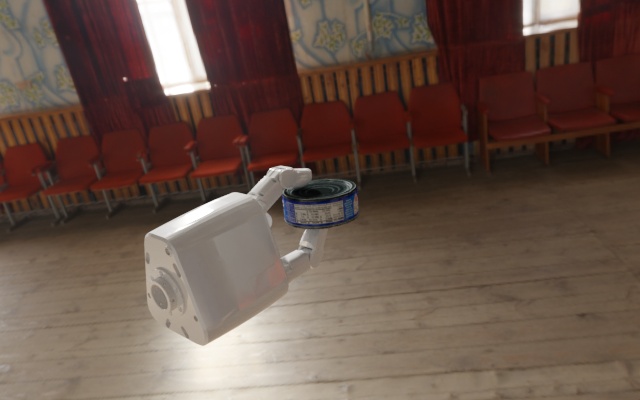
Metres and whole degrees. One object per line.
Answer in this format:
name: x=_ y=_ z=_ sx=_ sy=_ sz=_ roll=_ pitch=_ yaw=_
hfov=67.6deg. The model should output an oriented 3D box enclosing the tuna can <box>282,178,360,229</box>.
tuna can: x=0.000 y=0.001 z=0.537 sx=0.086 sy=0.034 sz=0.086 roll=-5 pitch=17 yaw=2
